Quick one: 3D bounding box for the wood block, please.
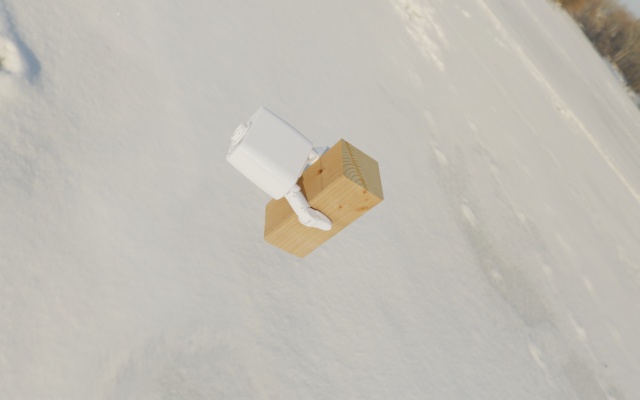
[{"bbox_3d":[0.000,0.003,0.822,0.090,0.090,0.206,29,-51,-30],"label":"wood block"}]
